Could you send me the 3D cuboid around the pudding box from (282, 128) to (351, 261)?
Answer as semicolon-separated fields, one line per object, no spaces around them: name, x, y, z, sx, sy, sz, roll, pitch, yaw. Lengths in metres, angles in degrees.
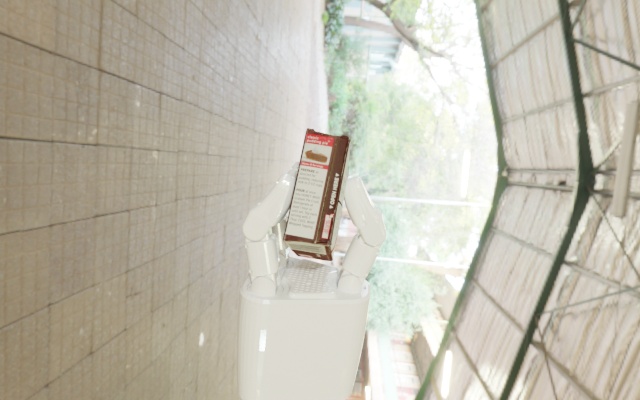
pudding box;0.000;0.001;0.406;0.039;0.090;0.113;10;-12;3
